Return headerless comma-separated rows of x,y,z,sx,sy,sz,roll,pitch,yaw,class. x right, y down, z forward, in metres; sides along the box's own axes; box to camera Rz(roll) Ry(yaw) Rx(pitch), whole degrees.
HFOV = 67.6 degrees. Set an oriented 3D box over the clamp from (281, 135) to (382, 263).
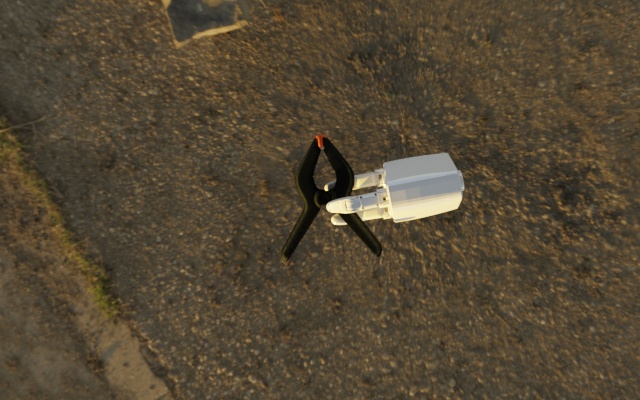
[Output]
0.000,0.002,0.766,0.164,0.210,0.036,-11,6,7,clamp
